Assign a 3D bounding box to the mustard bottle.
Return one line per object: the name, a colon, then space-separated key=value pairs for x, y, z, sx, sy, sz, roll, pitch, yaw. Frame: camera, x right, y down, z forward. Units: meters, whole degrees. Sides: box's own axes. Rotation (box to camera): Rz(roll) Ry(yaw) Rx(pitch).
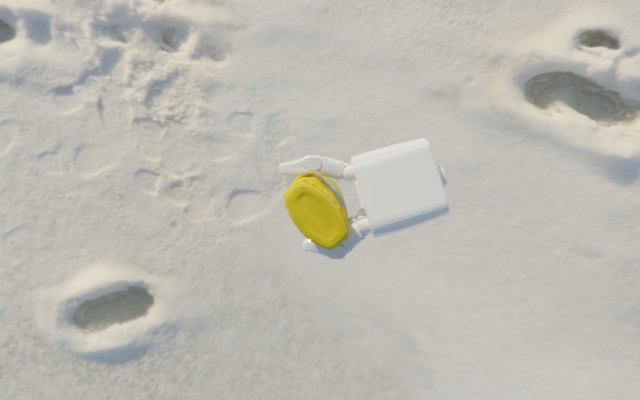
mustard bottle: x=0.000 y=0.002 z=0.680 sx=0.058 sy=0.096 sz=0.191 roll=-42 pitch=6 yaw=10
